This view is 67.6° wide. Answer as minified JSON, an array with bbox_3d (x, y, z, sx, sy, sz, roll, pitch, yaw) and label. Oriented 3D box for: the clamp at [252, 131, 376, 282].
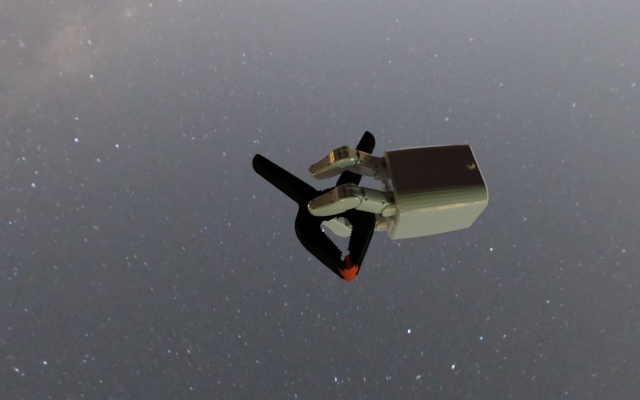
[{"bbox_3d":[0.000,0.003,0.578,0.164,0.209,0.036,-8,-38,1],"label":"clamp"}]
